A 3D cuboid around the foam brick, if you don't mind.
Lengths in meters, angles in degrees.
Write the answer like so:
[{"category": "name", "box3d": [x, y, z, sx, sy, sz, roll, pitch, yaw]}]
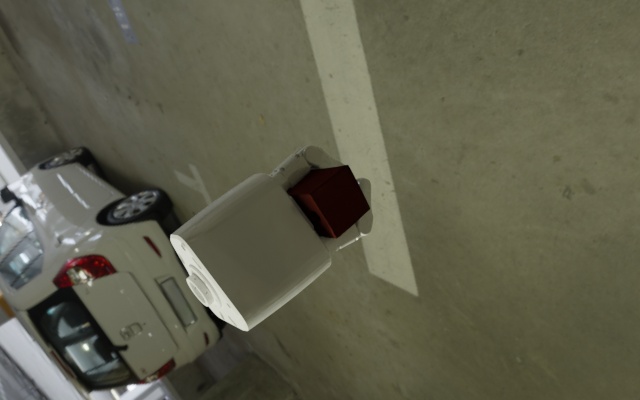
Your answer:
[{"category": "foam brick", "box3d": [0.000, 0.001, 0.478, 0.051, 0.053, 0.078, -39, 19, -27]}]
